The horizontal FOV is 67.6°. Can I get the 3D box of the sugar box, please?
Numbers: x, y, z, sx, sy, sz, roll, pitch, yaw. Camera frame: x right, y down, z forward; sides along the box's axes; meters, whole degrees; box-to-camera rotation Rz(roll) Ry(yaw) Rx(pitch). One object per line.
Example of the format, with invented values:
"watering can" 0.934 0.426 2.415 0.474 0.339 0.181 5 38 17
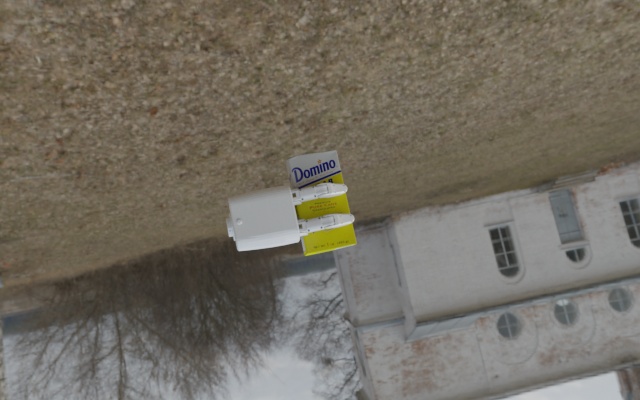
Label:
"sugar box" 0.000 0.003 0.854 0.093 0.176 0.048 -11 -8 -10
